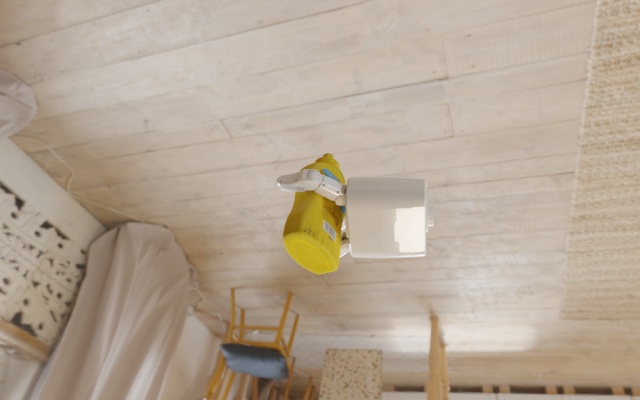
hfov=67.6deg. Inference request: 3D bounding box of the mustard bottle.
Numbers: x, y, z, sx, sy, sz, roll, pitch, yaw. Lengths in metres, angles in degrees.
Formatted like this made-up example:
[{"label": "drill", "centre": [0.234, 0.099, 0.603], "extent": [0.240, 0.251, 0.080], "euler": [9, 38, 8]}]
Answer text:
[{"label": "mustard bottle", "centre": [0.000, 0.002, 0.688], "extent": [0.058, 0.191, 0.096], "euler": [-18, -48, 30]}]
